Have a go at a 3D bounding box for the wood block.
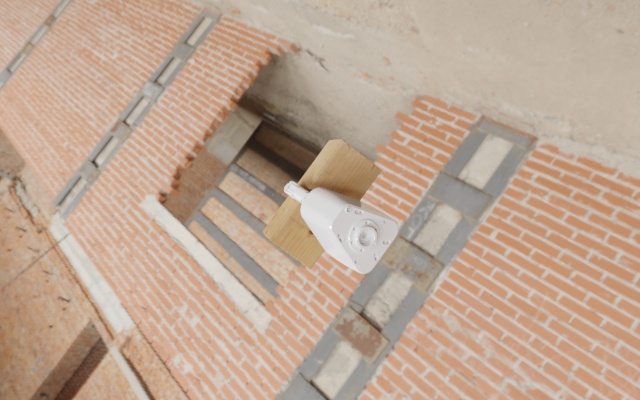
[{"bbox_3d":[0.000,0.003,0.831,0.091,0.206,0.090,37,-4,-15],"label":"wood block"}]
